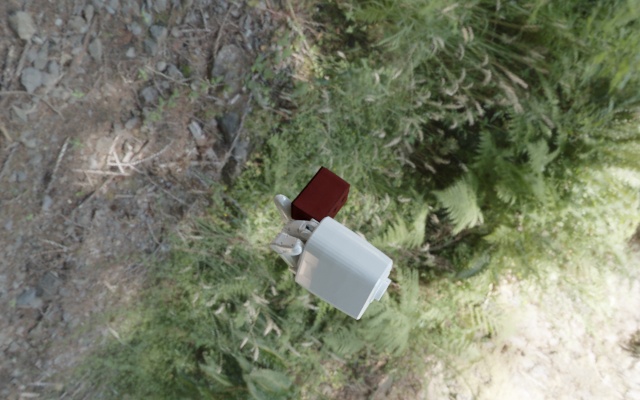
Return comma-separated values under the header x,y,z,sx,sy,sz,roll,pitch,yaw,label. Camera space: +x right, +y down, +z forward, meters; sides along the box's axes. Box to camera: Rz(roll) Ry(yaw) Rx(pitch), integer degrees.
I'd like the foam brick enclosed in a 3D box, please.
x,y,z,sx,sy,sz,roll,pitch,yaw,label
0.000,0.002,0.685,0.051,0.078,0.053,32,-25,14,foam brick
